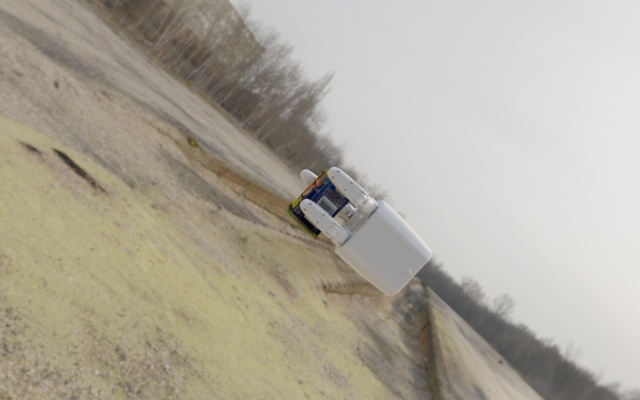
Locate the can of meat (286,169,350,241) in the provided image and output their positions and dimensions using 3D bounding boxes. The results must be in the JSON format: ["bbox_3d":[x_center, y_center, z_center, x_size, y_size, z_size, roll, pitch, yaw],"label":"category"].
[{"bbox_3d":[0.000,0.002,0.679,0.057,0.084,0.102,43,2,-7],"label":"can of meat"}]
